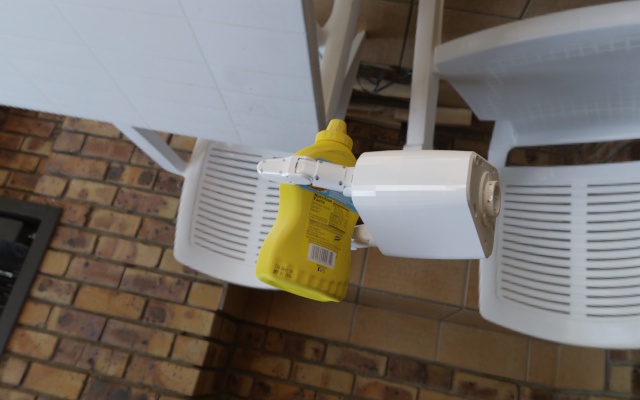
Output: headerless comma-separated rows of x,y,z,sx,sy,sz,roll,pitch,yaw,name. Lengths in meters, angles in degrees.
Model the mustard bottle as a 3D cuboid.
0.000,0.002,0.498,0.096,0.191,0.058,24,-22,-29,mustard bottle
